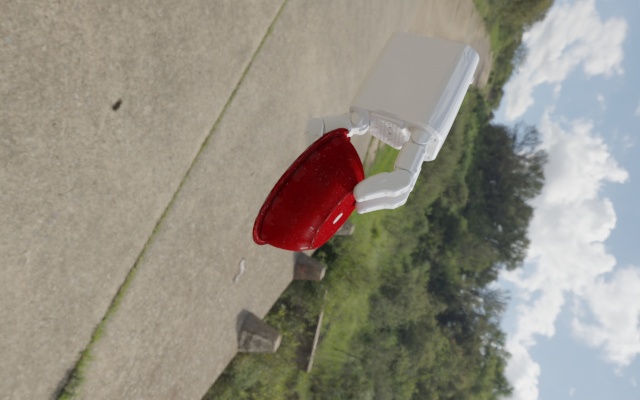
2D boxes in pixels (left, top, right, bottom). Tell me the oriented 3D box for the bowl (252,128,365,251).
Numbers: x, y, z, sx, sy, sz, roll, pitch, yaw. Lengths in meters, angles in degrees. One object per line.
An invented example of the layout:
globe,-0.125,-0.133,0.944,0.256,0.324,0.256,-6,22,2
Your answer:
bowl,0.000,0.003,0.525,0.055,0.162,0.162,39,11,14
